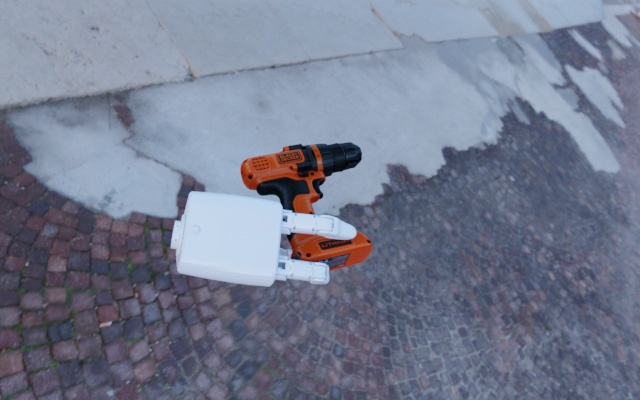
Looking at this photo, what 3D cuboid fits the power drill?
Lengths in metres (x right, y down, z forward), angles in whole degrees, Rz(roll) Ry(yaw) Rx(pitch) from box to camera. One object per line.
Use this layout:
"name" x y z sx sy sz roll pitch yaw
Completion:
"power drill" 0.000 0.003 0.657 0.184 0.187 0.057 -13 -31 -19
